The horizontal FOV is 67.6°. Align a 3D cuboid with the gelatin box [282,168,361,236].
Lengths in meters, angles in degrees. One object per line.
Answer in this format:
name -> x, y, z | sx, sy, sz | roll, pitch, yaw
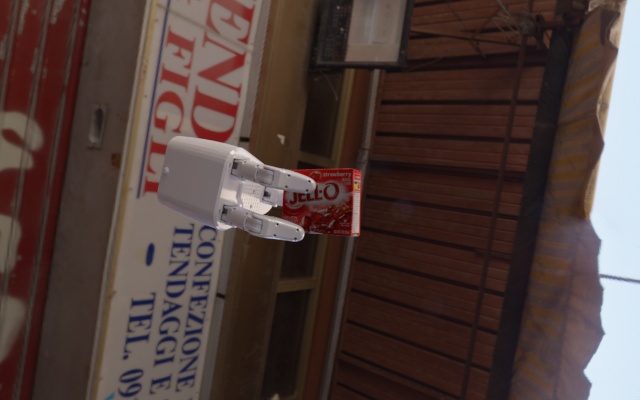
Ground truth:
gelatin box -> 0.001, 0.002, 0.537 | 0.089, 0.073, 0.030 | 1, -2, 25
